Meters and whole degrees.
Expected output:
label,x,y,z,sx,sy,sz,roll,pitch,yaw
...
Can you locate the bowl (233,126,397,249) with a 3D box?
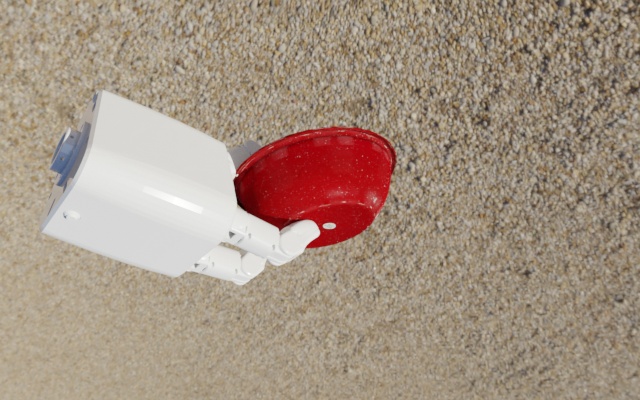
label,x,y,z,sx,sy,sz,roll,pitch,yaw
bowl,0.001,0.002,0.449,0.162,0.055,0.162,-11,-27,-6
